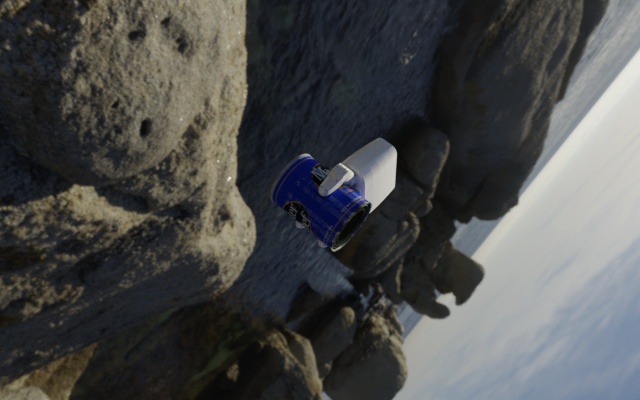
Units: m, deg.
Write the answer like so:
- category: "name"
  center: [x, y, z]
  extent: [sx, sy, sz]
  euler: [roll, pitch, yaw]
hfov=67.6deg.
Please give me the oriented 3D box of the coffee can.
- category: "coffee can"
  center: [0.000, 0.003, 0.802]
  extent: [0.140, 0.103, 0.103]
  euler: [39, 14, 18]
